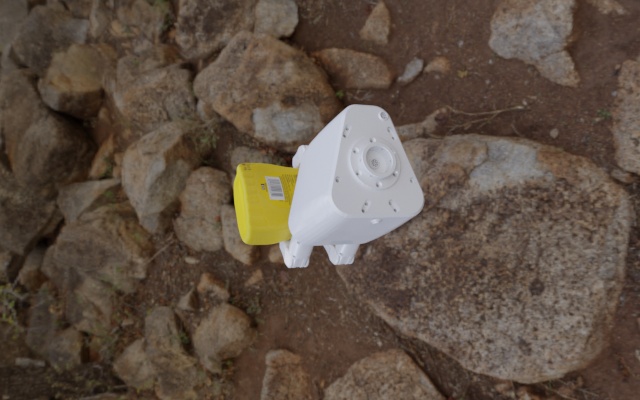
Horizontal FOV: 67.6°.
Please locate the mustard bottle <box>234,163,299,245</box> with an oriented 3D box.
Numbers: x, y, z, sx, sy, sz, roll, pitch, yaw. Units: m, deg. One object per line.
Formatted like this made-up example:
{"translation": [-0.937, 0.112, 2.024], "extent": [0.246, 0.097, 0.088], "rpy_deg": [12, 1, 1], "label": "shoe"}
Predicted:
{"translation": [0.000, 0.002, 0.557], "extent": [0.191, 0.096, 0.058], "rpy_deg": [0, -40, -21], "label": "mustard bottle"}
